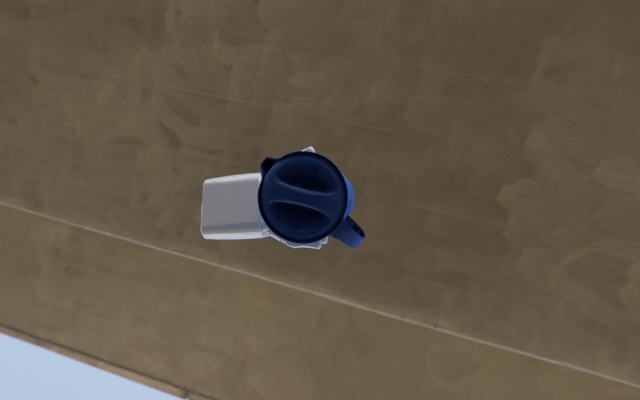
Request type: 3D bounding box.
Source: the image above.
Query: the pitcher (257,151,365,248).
[{"bbox_3d":[0.000,0.003,0.793,0.145,0.149,0.243,-6,-1,10],"label":"pitcher"}]
